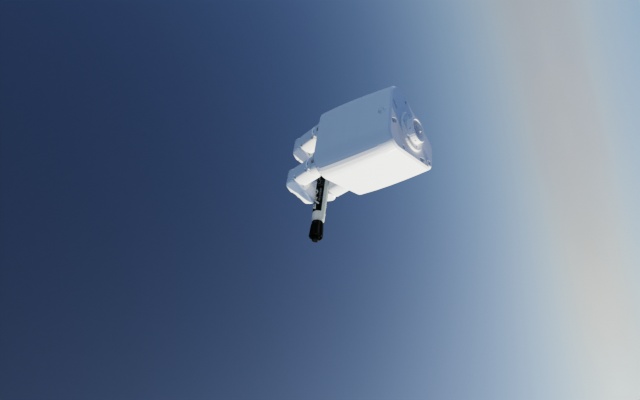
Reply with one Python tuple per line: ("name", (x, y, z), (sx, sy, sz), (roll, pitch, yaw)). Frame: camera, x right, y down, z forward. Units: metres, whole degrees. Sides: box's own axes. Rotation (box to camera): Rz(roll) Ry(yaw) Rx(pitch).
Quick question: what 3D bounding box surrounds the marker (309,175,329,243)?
("marker", (0.000, 0.002, 0.650), (0.020, 0.121, 0.020), (6, -33, 4))
